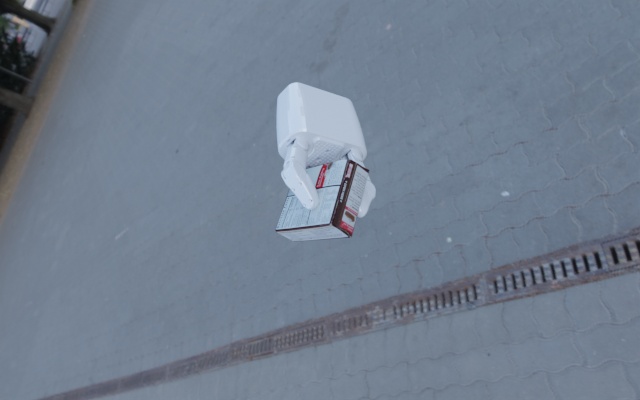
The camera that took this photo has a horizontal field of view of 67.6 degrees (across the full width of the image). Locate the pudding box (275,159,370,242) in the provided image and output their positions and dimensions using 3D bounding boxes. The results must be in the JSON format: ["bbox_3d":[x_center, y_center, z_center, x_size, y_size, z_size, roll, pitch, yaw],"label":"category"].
[{"bbox_3d":[0.000,0.002,0.589,0.039,0.090,0.113,29,-24,-32],"label":"pudding box"}]
